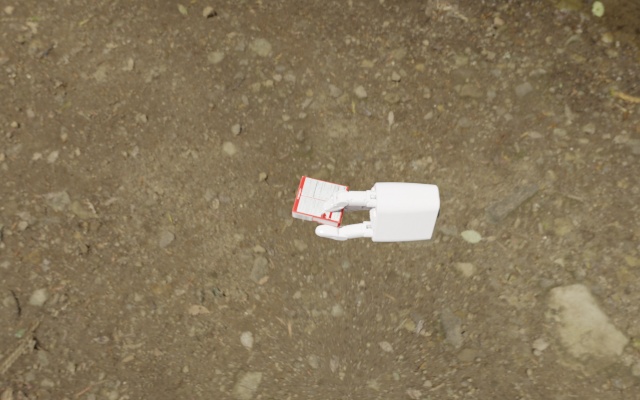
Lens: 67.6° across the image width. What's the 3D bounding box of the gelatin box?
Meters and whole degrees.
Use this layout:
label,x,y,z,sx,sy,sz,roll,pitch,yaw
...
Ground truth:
label,x,y,z,sx,sy,sz,roll,pitch,yaw
gelatin box,0.000,0.003,0.862,0.089,0.073,0.030,13,-22,2
